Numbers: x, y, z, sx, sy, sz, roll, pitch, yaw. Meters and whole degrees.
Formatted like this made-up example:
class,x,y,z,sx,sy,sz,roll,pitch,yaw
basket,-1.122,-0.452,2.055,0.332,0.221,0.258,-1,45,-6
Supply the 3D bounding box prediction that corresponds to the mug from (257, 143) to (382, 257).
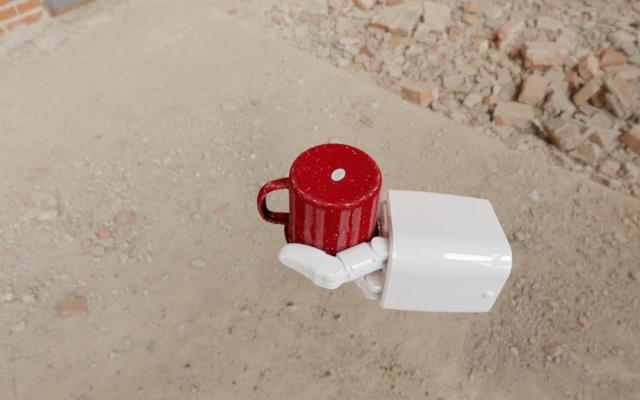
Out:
class,x,y,z,sx,sy,sz,roll,pitch,yaw
mug,-0.001,0.001,0.439,0.117,0.093,0.082,3,-42,1
